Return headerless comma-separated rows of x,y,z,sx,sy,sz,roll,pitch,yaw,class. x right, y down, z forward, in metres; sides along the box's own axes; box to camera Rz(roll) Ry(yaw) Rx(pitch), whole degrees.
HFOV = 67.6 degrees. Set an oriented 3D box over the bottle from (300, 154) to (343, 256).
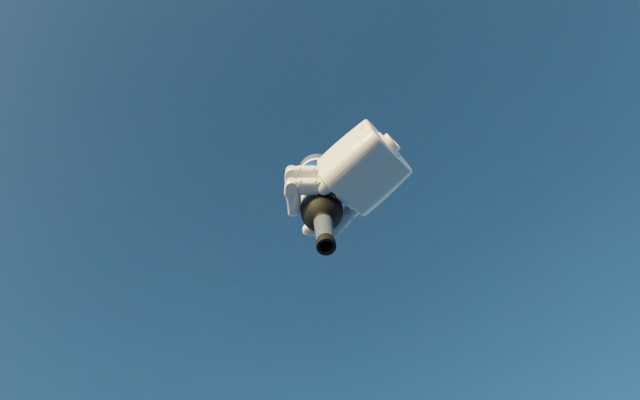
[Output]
0.000,0.002,0.772,0.069,0.069,0.295,0,24,-3,bottle
